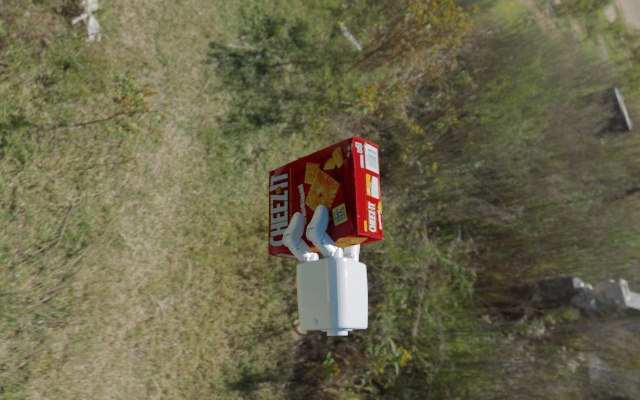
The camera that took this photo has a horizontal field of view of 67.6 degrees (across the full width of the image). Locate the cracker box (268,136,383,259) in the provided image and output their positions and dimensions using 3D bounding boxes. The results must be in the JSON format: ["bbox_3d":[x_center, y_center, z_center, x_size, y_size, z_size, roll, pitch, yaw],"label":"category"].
[{"bbox_3d":[0.000,0.003,0.815,0.214,0.164,0.072,-17,-24,41],"label":"cracker box"}]
